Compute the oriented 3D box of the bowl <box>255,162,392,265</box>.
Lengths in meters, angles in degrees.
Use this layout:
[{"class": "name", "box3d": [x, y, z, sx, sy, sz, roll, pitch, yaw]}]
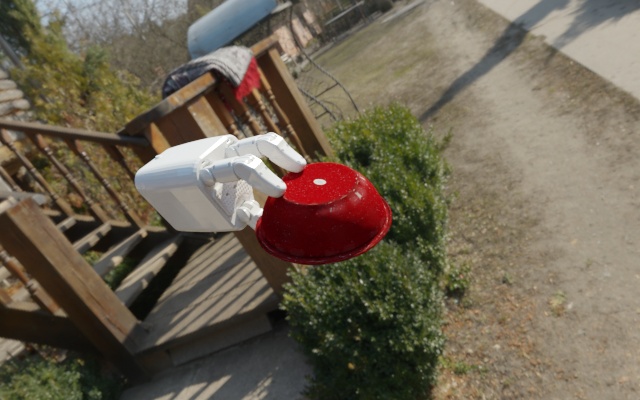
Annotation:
[{"class": "bowl", "box3d": [0.001, 0.001, 0.549, 0.162, 0.055, 0.162, -5, 33, 4]}]
